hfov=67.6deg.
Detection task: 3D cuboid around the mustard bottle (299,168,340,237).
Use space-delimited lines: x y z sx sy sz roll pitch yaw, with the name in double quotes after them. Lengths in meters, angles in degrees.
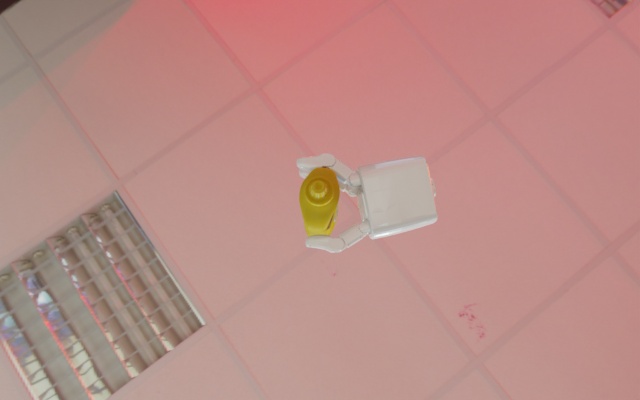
0.000 0.002 0.730 0.058 0.096 0.192 11 -12 3 "mustard bottle"
